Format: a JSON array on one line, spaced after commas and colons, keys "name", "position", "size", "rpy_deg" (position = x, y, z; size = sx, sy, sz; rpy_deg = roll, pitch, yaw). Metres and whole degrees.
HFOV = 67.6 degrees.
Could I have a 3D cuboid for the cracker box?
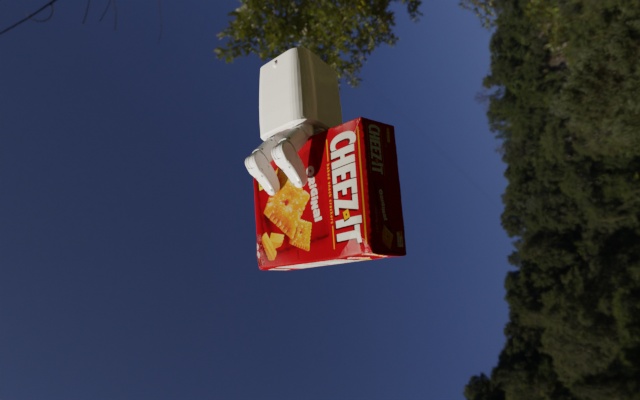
[{"name": "cracker box", "position": [0.000, 0.002, 0.629], "size": [0.072, 0.164, 0.214], "rpy_deg": [6, -15, -43]}]
